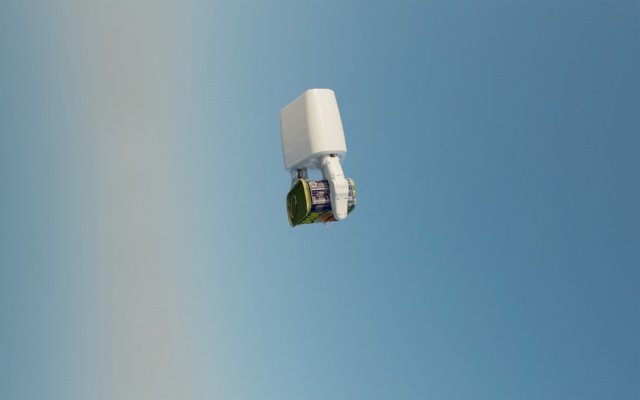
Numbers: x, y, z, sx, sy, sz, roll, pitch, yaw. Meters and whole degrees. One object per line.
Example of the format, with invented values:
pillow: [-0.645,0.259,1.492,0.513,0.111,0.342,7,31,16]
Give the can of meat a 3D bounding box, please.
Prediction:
can of meat: [0.000,0.002,0.757,0.084,0.057,0.102,-5,-16,-21]
